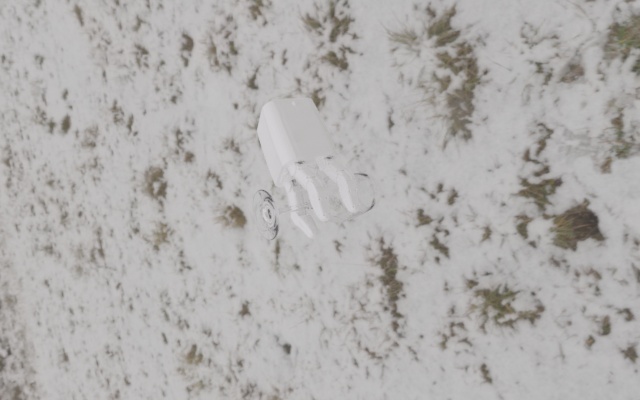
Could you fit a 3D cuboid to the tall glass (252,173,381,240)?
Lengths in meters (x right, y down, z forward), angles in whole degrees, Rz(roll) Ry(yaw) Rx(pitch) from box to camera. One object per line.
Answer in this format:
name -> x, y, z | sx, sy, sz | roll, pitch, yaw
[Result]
tall glass -> 0.000, 0.003, 0.740 | 0.201, 0.079, 0.079 | -13, 7, -35
